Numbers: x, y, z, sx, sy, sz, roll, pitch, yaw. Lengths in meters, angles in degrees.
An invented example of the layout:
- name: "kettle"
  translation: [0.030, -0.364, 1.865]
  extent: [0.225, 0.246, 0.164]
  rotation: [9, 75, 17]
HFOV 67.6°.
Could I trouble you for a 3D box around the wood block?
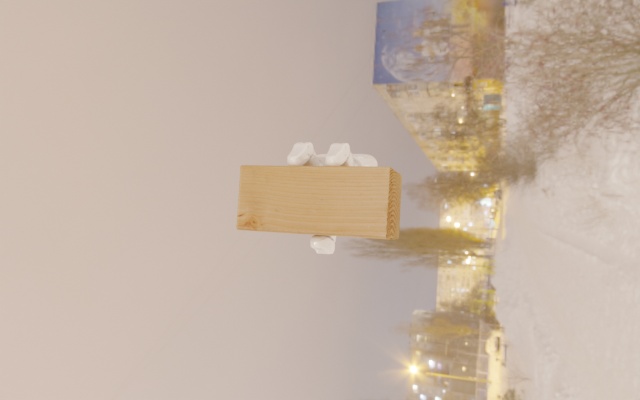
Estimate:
- name: "wood block"
  translation: [0.000, 0.002, 0.654]
  extent: [0.206, 0.091, 0.090]
  rotation: [2, -4, 20]
